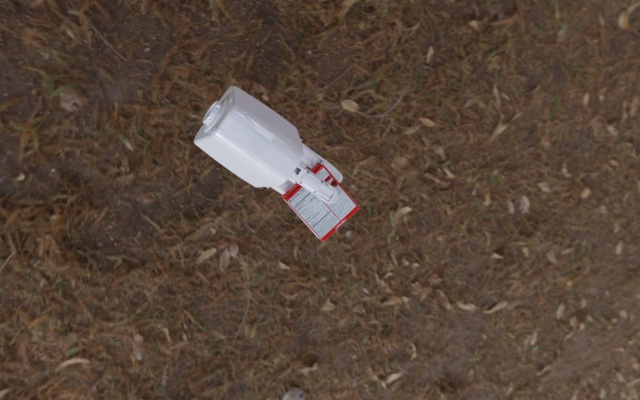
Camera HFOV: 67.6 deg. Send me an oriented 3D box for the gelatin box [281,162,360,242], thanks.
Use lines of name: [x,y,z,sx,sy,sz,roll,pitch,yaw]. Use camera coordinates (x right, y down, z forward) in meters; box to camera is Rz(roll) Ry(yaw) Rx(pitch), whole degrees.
gelatin box: [0.000,0.003,0.676,0.073,0.089,0.030,-43,21,-5]
